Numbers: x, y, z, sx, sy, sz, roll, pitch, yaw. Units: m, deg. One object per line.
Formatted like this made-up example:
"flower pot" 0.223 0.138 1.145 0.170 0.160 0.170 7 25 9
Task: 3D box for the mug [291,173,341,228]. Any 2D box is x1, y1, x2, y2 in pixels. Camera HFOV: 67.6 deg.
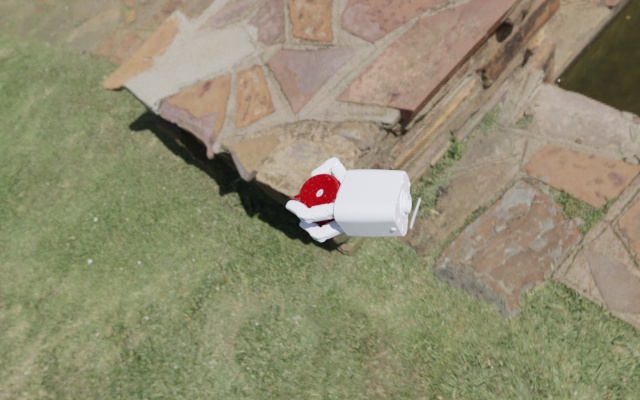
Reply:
"mug" -0.001 0.003 0.892 0.117 0.093 0.081 0 -28 24
